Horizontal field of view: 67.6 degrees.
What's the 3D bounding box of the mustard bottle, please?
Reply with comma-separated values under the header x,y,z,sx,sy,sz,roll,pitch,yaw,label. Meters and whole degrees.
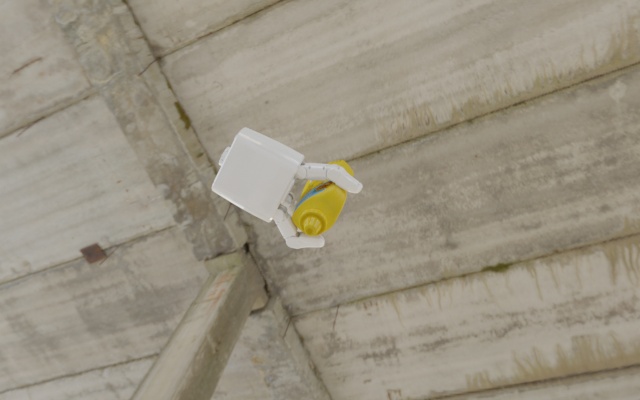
x,y,z,sx,sy,sz,roll,pitch,yaw,label
0.000,0.003,0.767,0.096,0.058,0.191,-34,15,22,mustard bottle
